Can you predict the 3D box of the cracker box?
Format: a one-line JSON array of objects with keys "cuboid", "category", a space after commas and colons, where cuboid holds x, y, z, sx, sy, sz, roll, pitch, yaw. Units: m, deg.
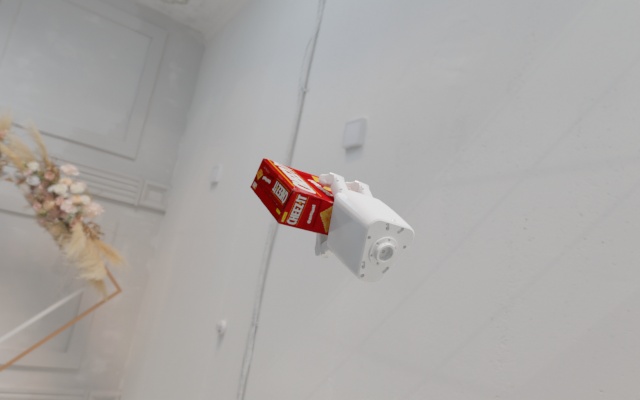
[{"cuboid": [0.000, 0.003, 0.874, 0.214, 0.072, 0.164, 17, 14, -31], "category": "cracker box"}]
